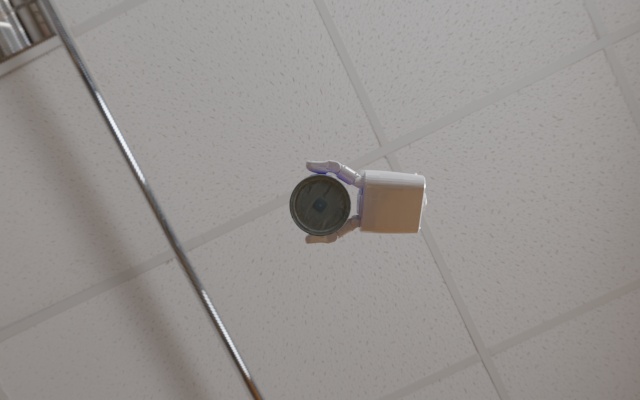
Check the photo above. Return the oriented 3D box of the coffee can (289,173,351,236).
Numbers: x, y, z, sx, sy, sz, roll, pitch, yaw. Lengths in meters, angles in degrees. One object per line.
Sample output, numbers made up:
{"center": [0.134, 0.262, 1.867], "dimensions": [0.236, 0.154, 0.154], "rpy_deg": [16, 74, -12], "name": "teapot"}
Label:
{"center": [0.000, 0.003, 0.854], "dimensions": [0.103, 0.103, 0.140], "rpy_deg": [0, 5, 0], "name": "coffee can"}
